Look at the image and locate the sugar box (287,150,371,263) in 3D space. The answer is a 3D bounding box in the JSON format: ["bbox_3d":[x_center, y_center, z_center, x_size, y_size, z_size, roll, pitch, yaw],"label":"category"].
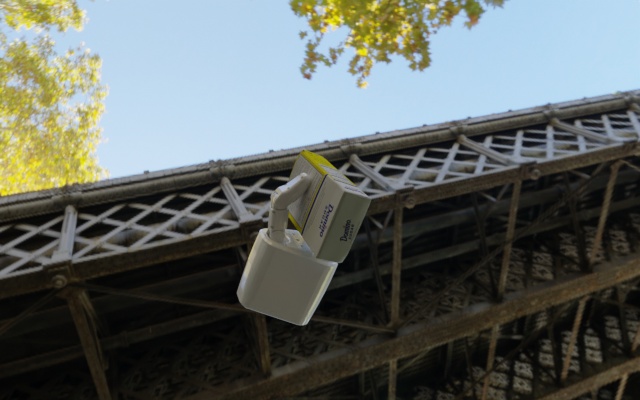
[{"bbox_3d":[0.000,0.002,0.645,0.048,0.093,0.176,15,17,-28],"label":"sugar box"}]
